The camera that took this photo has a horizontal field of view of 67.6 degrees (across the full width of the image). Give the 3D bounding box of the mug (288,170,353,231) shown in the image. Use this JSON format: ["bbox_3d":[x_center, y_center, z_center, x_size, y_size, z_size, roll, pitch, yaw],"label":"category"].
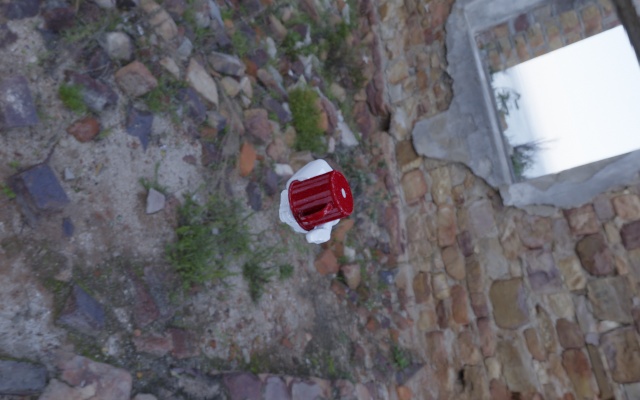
[{"bbox_3d":[0.000,0.003,0.797,0.081,0.093,0.117,-18,18,24],"label":"mug"}]
